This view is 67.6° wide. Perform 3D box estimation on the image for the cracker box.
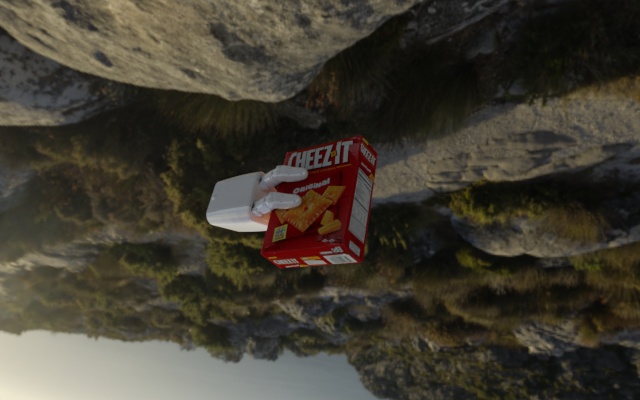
[{"bbox_3d":[0.000,0.003,0.819,0.164,0.213,0.072,-9,-35,32],"label":"cracker box"}]
